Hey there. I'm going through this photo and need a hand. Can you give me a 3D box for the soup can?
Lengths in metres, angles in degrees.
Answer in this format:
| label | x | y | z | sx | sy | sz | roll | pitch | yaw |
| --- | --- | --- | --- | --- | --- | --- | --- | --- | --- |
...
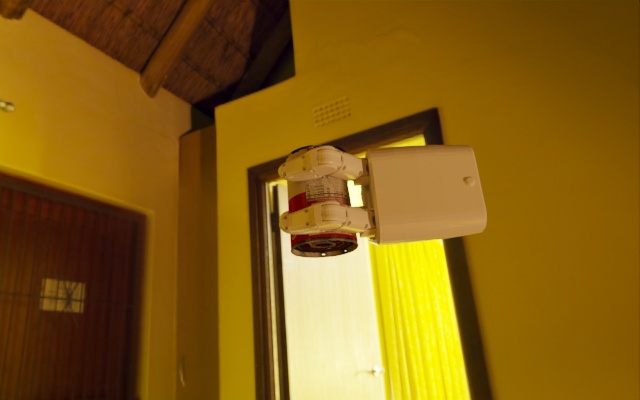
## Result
| label | x | y | z | sx | sy | sz | roll | pitch | yaw |
| --- | --- | --- | --- | --- | --- | --- | --- | --- | --- |
| soup can | 0.000 | 0.001 | 0.493 | 0.068 | 0.102 | 0.068 | -4 | -20 | -2 |
